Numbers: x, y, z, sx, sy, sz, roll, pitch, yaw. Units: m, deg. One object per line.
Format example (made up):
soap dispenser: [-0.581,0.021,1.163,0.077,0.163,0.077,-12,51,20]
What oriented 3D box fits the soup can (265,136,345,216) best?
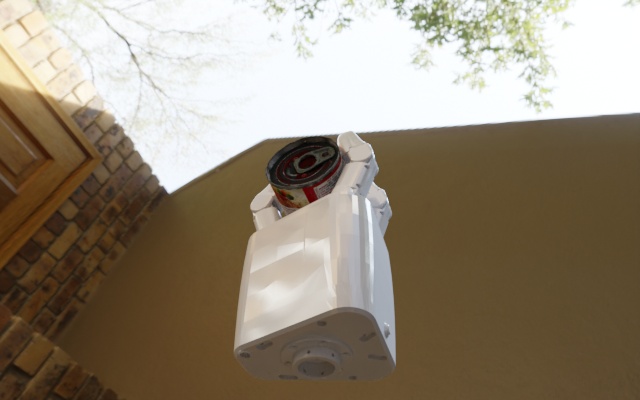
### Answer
soup can: [0.000,0.001,0.441,0.068,0.102,0.068,-14,40,12]
